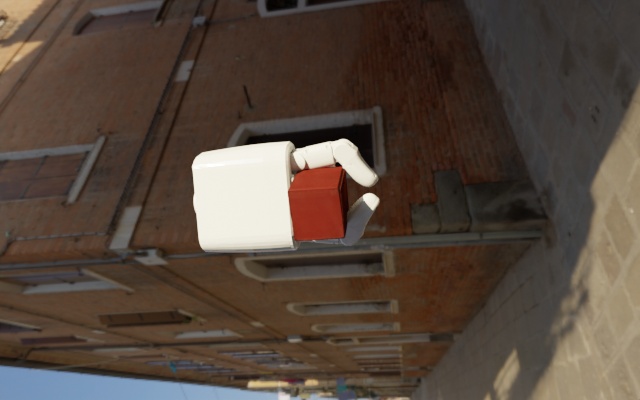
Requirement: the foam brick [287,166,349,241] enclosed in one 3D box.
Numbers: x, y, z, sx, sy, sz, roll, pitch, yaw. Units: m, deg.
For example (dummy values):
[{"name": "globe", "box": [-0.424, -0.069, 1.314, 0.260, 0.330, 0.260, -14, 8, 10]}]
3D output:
[{"name": "foam brick", "box": [0.000, 0.002, 0.484, 0.051, 0.053, 0.078, -3, 19, 7]}]
